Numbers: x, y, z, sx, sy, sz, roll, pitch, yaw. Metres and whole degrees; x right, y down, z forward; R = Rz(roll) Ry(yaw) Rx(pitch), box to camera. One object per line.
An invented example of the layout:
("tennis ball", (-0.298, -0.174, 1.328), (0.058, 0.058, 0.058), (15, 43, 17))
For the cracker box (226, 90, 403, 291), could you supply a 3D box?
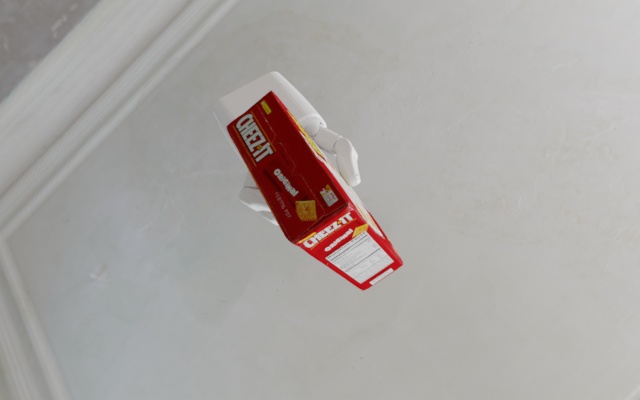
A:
("cracker box", (0.000, 0.002, 0.541), (0.072, 0.164, 0.214), (-37, -31, 6))
